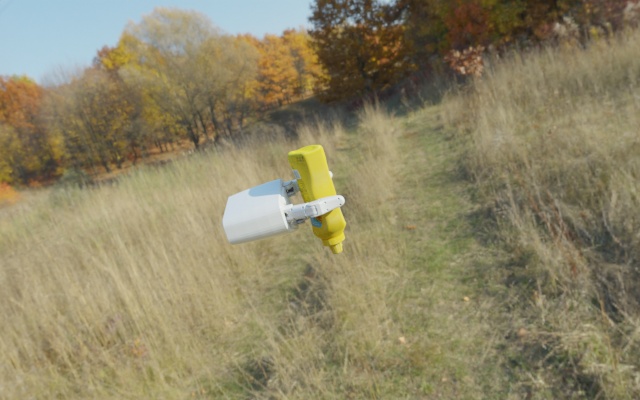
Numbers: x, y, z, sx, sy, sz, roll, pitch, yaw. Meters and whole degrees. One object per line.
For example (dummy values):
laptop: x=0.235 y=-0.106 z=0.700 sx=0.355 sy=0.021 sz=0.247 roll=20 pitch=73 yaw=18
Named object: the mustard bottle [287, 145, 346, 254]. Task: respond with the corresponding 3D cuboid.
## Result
mustard bottle: x=0.000 y=0.002 z=0.823 sx=0.058 sy=0.192 sz=0.096 roll=-22 pitch=12 yaw=-17
